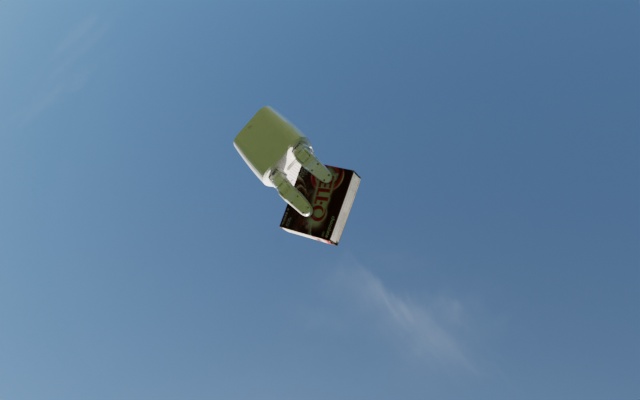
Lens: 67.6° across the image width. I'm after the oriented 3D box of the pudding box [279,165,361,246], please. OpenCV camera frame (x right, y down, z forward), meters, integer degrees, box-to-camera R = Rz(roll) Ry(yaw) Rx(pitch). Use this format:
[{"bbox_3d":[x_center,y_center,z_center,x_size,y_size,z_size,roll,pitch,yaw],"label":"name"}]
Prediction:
[{"bbox_3d":[0.000,0.002,0.717,0.090,0.113,0.039,13,-9,31],"label":"pudding box"}]
